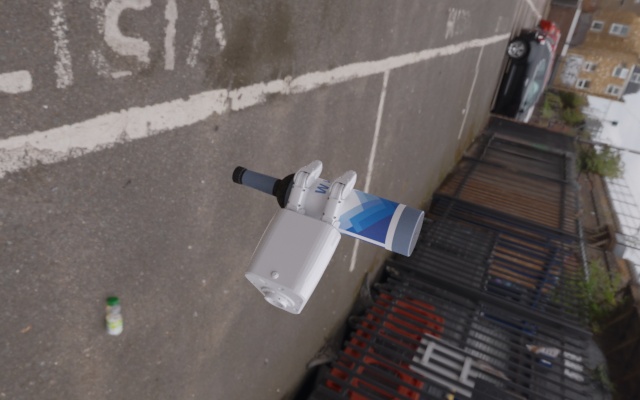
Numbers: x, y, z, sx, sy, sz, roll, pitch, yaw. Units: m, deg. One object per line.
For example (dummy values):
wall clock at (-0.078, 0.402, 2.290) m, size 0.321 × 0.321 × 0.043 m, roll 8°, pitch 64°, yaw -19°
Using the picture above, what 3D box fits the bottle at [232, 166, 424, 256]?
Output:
bottle at (0.000, 0.002, 0.706) m, size 0.295 × 0.069 × 0.069 m, roll 18°, pitch 6°, yaw 19°
